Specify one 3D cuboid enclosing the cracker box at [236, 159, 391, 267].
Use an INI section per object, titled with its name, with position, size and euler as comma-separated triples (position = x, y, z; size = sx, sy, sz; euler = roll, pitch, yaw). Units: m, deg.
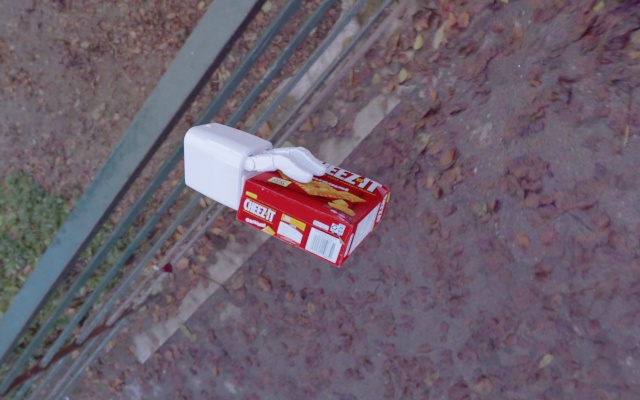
[cracker box]
position = 0.000, 0.003, 0.723
size = 0.164, 0.072, 0.213
euler = 23, 22, 15
